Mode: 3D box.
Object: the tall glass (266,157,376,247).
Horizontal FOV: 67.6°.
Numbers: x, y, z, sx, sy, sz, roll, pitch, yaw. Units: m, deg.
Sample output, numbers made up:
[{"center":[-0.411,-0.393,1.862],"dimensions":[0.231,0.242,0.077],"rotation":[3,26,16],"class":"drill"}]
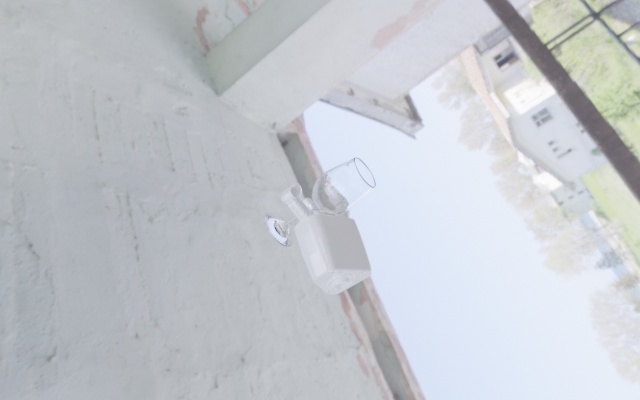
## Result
[{"center":[0.000,0.003,0.851],"dimensions":[0.201,0.079,0.079],"rotation":[-34,-15,23],"class":"tall glass"}]
